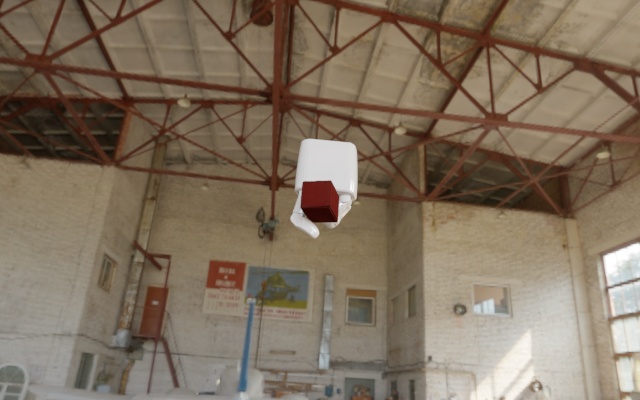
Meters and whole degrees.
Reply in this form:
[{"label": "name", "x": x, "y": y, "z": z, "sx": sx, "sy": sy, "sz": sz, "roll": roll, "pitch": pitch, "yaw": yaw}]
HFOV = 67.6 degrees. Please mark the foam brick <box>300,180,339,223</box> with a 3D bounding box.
[{"label": "foam brick", "x": 0.000, "y": 0.003, "z": 0.843, "sx": 0.053, "sy": 0.051, "sz": 0.078, "roll": -1, "pitch": -22, "yaw": 13}]
